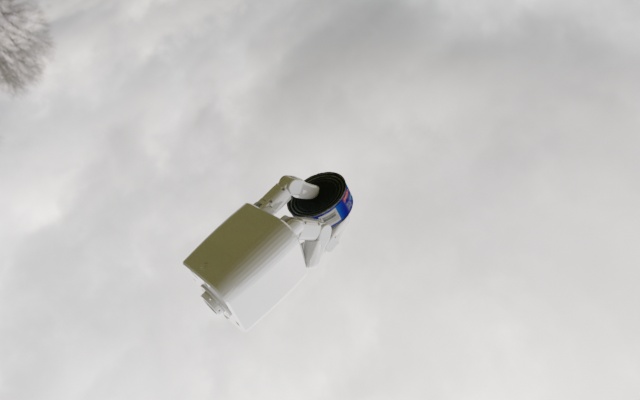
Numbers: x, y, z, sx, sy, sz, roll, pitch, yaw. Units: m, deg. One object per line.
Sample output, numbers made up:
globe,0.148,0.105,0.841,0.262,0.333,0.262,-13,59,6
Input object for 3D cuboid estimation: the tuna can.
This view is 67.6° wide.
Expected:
tuna can,0.000,0.002,0.643,0.086,0.086,0.034,0,-45,33
